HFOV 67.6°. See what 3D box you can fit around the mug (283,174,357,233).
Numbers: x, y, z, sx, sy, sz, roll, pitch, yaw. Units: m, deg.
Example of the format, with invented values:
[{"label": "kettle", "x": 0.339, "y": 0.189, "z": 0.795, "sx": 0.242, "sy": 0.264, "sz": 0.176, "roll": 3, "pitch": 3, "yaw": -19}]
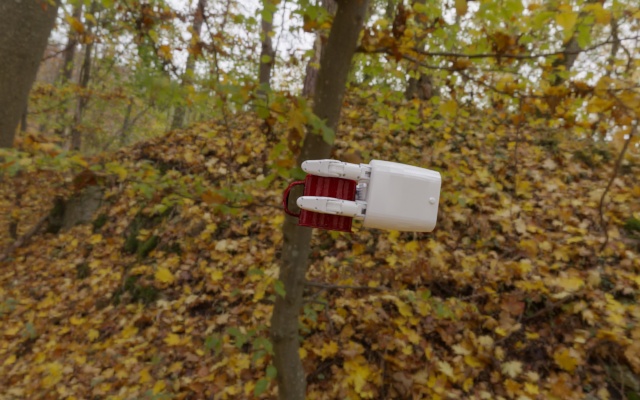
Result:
[{"label": "mug", "x": -0.001, "y": 0.002, "z": 0.739, "sx": 0.117, "sy": 0.081, "sz": 0.093, "roll": 8, "pitch": -3, "yaw": -6}]
